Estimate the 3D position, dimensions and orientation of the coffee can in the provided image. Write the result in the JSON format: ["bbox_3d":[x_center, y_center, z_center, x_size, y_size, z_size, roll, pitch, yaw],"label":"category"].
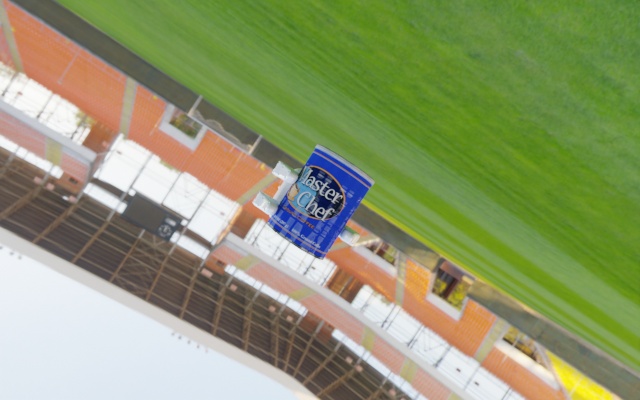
[{"bbox_3d":[0.000,0.002,0.711,0.103,0.140,0.103,33,1,-1],"label":"coffee can"}]
